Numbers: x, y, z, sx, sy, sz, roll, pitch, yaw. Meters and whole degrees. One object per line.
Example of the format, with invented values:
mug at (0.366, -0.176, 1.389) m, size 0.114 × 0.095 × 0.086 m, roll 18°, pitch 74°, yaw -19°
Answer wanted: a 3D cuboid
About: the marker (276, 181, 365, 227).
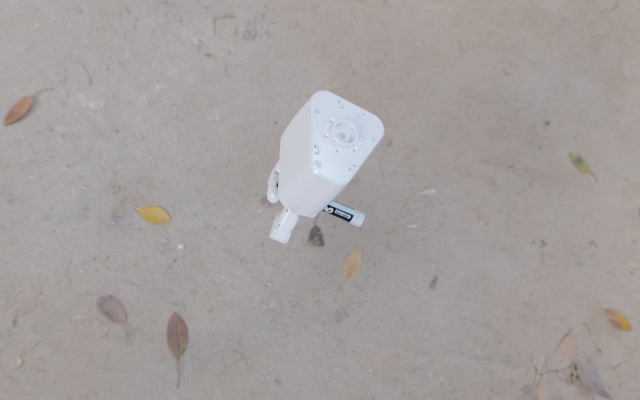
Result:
marker at (0.000, 0.002, 0.611) m, size 0.121 × 0.020 × 0.020 m, roll 24°, pitch -6°, yaw -13°
